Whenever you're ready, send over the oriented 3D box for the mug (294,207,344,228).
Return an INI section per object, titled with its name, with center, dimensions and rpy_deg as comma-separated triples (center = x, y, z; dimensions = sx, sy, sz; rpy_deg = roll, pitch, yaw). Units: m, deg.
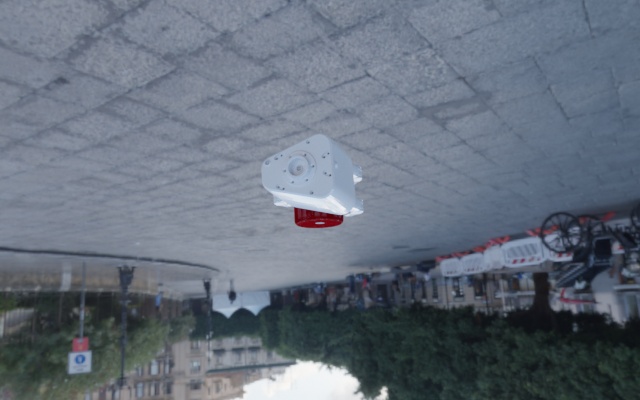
[mug]
center = 0.001, 0.003, 0.808
dimensions = 0.093, 0.081, 0.117
rpy_deg = -7, -14, 18
